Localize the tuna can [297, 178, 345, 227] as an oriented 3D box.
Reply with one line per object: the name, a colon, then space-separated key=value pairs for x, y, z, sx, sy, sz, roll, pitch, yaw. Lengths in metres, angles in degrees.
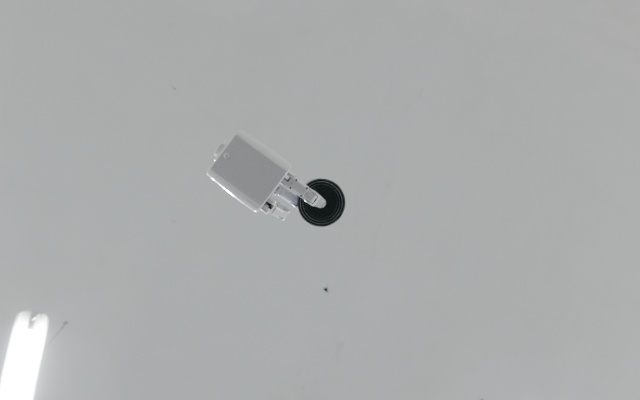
tuna can: x=0.000 y=0.003 z=0.860 sx=0.086 sy=0.086 sz=0.034 roll=0 pitch=5 yaw=-6
